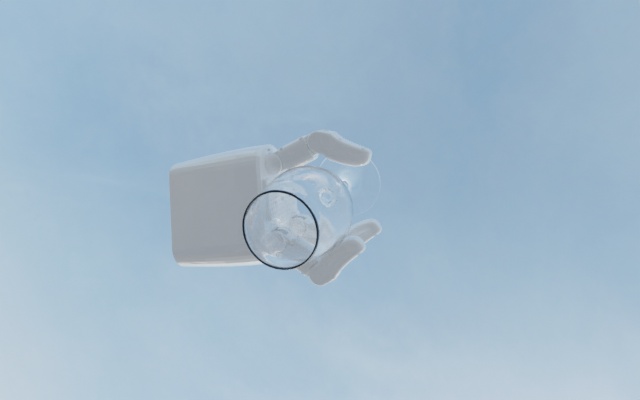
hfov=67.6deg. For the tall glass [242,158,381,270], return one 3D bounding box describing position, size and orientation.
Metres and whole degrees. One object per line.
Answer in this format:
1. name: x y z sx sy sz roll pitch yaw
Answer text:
1. tall glass: 0.000 0.001 0.443 0.079 0.079 0.201 0 12 18
